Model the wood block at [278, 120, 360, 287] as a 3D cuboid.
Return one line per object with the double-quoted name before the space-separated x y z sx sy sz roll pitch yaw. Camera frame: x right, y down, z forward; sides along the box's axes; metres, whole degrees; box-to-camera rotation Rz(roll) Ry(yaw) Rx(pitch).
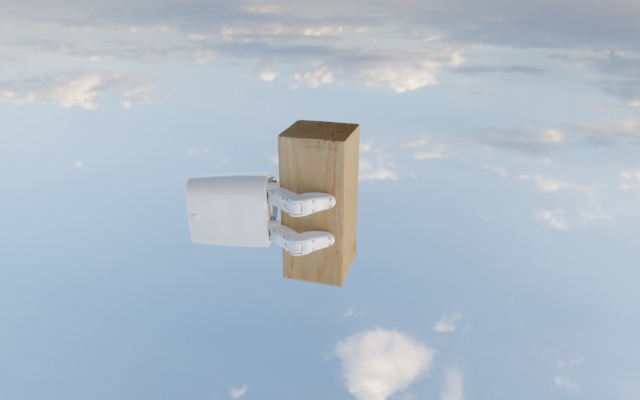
"wood block" 0.000 0.002 0.659 0.090 0.206 0.090 6 25 14
